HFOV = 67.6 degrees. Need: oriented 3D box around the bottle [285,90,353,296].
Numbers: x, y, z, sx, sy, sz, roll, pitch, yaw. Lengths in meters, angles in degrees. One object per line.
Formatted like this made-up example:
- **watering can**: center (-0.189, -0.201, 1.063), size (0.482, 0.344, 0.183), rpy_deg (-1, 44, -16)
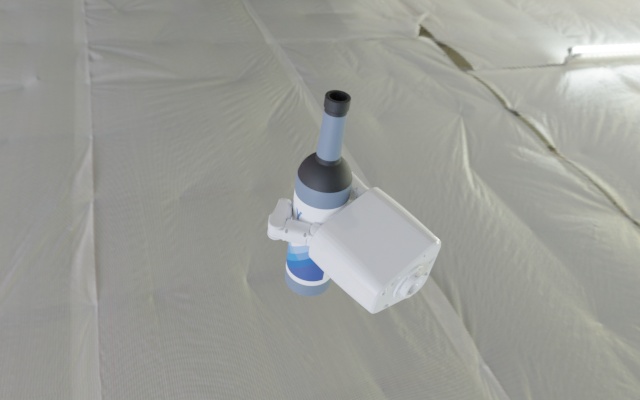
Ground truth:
- **bottle**: center (0.000, 0.002, 0.586), size (0.069, 0.296, 0.069), rpy_deg (5, 42, -5)
